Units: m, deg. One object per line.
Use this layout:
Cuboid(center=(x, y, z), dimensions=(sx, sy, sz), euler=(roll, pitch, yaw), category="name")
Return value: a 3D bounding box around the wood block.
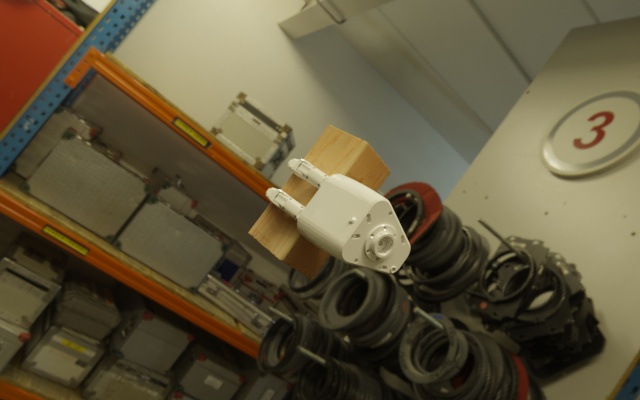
Cuboid(center=(0.001, 0.003, 0.727), dimensions=(0.090, 0.206, 0.091), euler=(33, -6, 42), category="wood block")
